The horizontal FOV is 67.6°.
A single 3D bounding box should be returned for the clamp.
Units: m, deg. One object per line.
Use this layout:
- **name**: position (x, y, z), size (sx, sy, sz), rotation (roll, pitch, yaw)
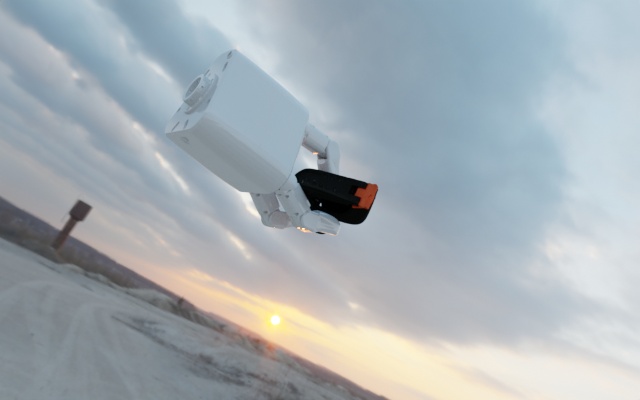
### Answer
- **clamp**: position (0.001, 0.001, 0.564), size (0.165, 0.036, 0.210), rotation (36, -19, -33)
